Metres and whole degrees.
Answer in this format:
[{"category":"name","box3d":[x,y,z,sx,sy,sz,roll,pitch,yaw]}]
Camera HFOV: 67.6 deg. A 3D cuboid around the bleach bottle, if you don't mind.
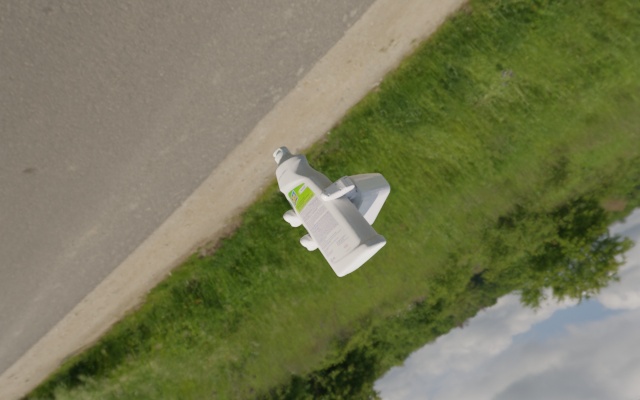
[{"category":"bleach bottle","box3d":[0.000,0.003,0.832,0.068,0.250,0.103,-14,-27,-51]}]
